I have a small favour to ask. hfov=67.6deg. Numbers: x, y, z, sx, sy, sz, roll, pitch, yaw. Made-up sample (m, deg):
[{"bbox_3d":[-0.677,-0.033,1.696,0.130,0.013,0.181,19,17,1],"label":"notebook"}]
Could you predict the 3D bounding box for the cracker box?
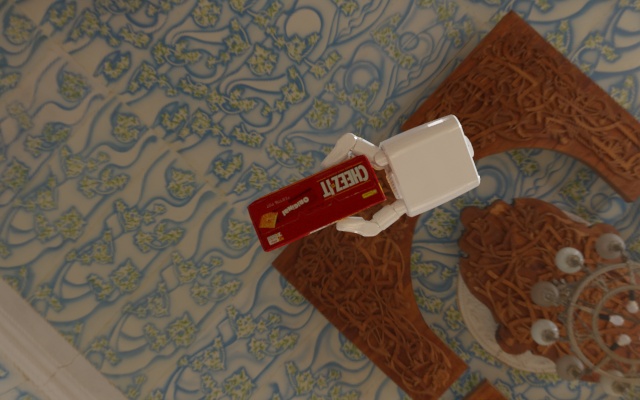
[{"bbox_3d":[0.000,0.002,0.685,0.164,0.072,0.213,-24,-2,3],"label":"cracker box"}]
